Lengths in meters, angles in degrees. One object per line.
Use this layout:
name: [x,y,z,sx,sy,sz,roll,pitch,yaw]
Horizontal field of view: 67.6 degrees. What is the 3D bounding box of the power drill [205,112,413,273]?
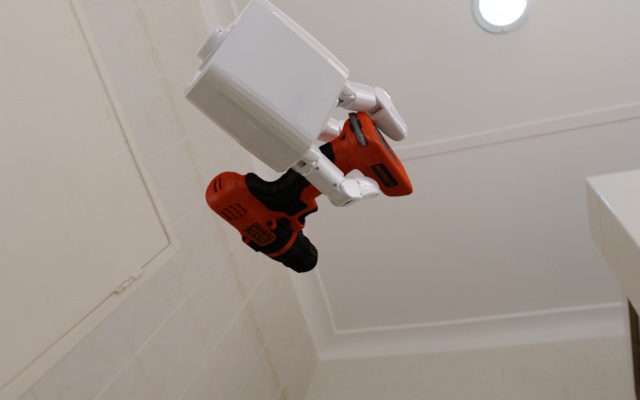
power drill: [0.000,0.001,0.517,0.188,0.057,0.184,-30,-42,14]
